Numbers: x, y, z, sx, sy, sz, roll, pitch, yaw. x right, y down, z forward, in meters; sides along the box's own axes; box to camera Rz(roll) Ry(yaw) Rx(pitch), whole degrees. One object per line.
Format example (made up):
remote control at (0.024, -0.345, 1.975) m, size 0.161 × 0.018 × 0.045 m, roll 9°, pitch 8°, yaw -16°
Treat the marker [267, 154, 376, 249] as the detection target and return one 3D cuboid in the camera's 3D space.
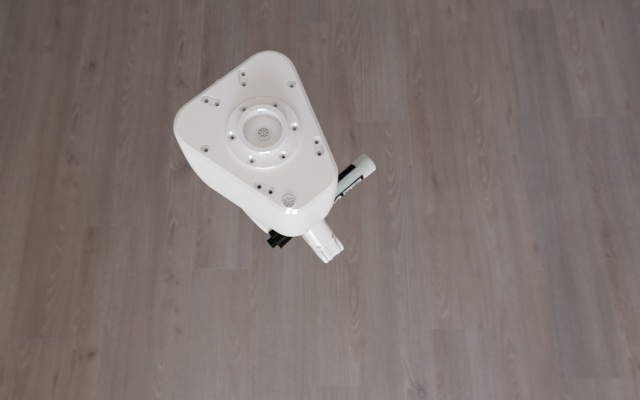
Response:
marker at (0.000, 0.001, 0.438) m, size 0.121 × 0.020 × 0.020 m, roll -40°, pitch 7°, yaw -9°
